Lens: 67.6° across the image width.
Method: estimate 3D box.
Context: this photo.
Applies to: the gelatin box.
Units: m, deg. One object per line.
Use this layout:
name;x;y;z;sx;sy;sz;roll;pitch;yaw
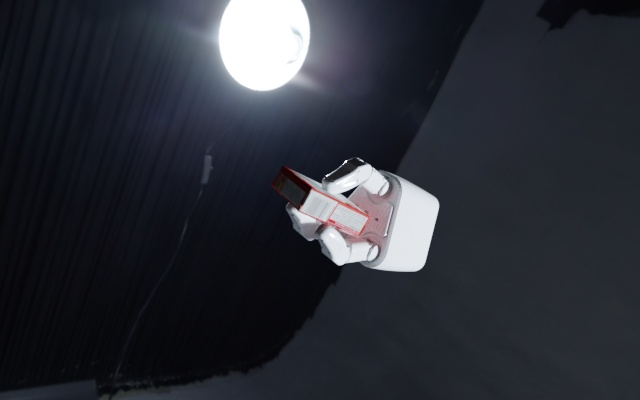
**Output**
gelatin box;0.000;0.001;0.519;0.089;0.030;0.073;25;8;-36
